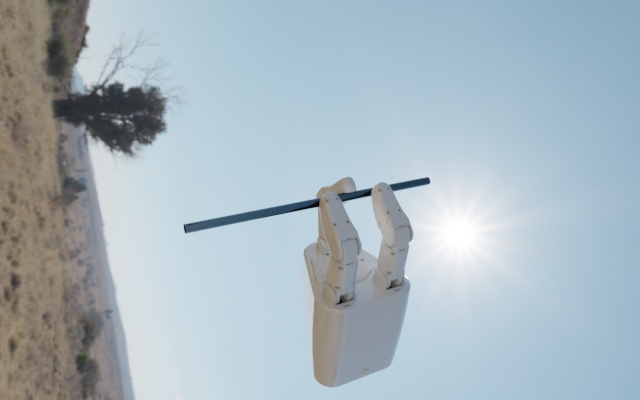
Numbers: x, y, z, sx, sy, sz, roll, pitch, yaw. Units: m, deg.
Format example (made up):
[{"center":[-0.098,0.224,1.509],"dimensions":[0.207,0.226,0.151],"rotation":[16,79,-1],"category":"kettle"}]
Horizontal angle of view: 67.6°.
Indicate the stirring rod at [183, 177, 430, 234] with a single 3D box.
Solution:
[{"center":[0.000,0.001,0.426],"dimensions":[0.239,0.011,0.011],"rotation":[-11,5,-25],"category":"stirring rod"}]
